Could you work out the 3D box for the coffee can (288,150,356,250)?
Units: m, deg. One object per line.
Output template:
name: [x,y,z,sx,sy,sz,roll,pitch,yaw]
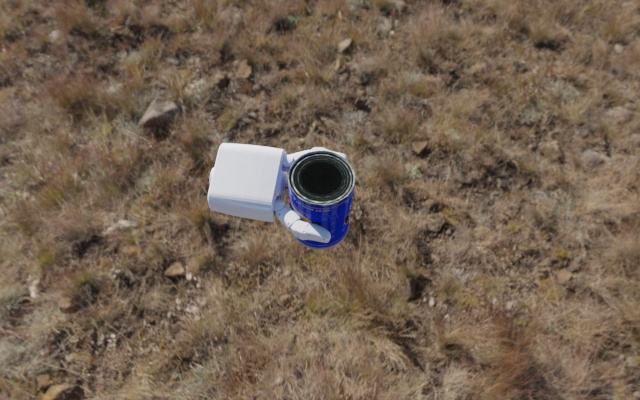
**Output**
coffee can: [0.000,0.003,0.774,0.103,0.102,0.140,0,-33,-2]
